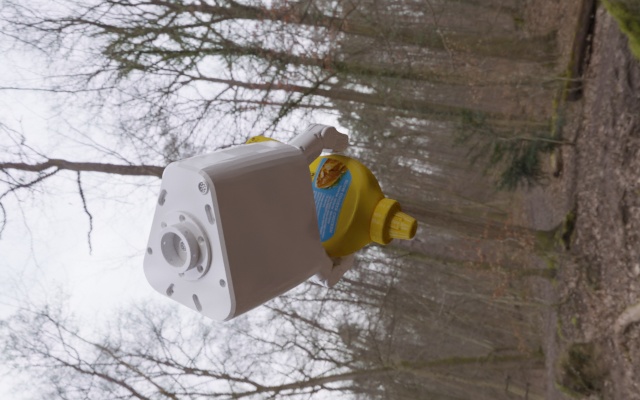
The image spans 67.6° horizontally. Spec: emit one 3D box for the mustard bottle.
[{"bbox_3d":[0.000,0.001,0.458,0.191,0.096,0.058,16,-4,29],"label":"mustard bottle"}]
